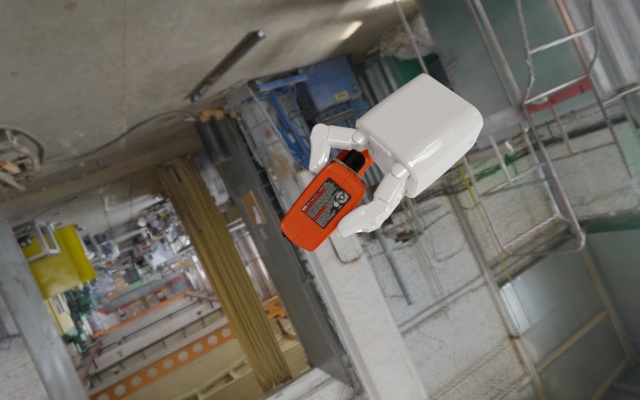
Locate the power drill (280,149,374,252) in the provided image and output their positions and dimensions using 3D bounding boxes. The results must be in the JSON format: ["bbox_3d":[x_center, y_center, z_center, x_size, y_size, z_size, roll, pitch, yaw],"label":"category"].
[{"bbox_3d":[0.000,0.002,0.624,0.057,0.184,0.187,38,13,-4],"label":"power drill"}]
